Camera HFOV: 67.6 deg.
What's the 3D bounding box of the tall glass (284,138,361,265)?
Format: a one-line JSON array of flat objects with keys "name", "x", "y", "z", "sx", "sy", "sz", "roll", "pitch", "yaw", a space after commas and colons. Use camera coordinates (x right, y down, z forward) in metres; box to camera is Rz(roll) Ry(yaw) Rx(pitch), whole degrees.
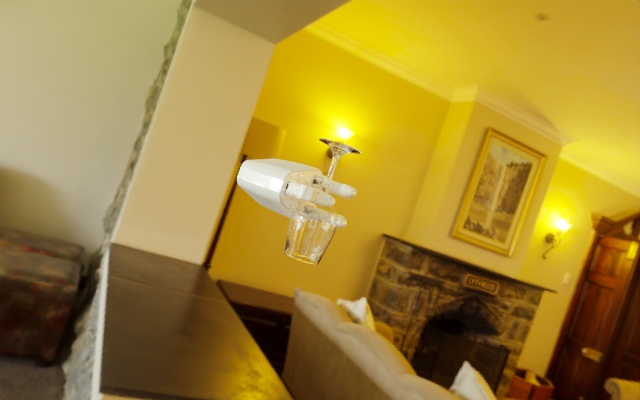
[{"name": "tall glass", "x": 0.000, "y": 0.002, "z": 0.796, "sx": 0.079, "sy": 0.201, "sz": 0.079, "roll": 19, "pitch": 0, "yaw": 0}]
